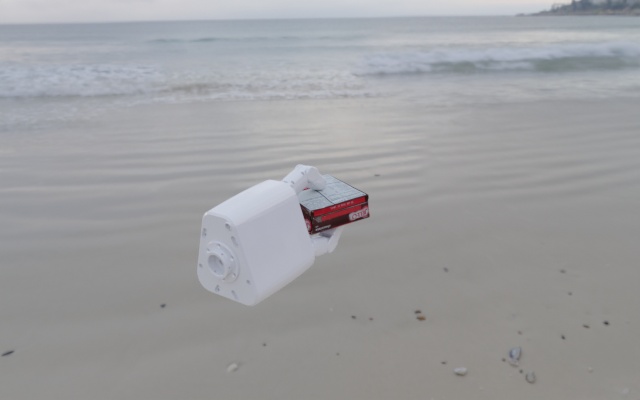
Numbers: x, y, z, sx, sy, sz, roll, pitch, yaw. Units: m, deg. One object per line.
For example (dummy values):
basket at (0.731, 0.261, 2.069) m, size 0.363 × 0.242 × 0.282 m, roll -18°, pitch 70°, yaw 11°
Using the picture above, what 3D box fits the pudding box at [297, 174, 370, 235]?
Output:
pudding box at (0.000, 0.002, 0.653) m, size 0.090 × 0.039 × 0.113 m, roll -15°, pitch 26°, yaw -25°
